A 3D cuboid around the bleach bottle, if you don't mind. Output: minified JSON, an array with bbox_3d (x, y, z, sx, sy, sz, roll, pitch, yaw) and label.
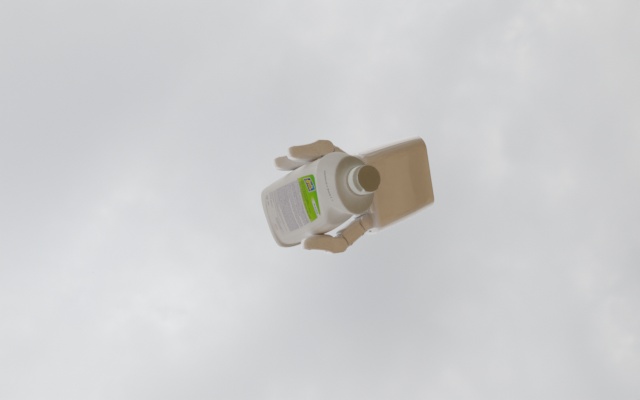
[{"bbox_3d":[0.000,0.002,0.607,0.068,0.102,0.251,-21,2,-27],"label":"bleach bottle"}]
